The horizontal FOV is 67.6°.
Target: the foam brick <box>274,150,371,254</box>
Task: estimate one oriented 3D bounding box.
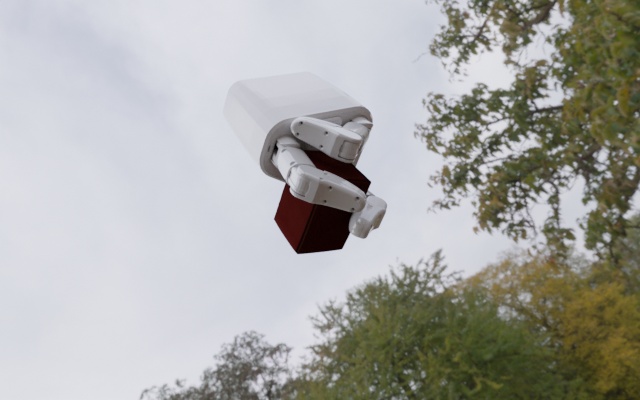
[{"bbox_3d":[0.000,0.002,0.431,0.053,0.078,0.051,1,33,-37],"label":"foam brick"}]
